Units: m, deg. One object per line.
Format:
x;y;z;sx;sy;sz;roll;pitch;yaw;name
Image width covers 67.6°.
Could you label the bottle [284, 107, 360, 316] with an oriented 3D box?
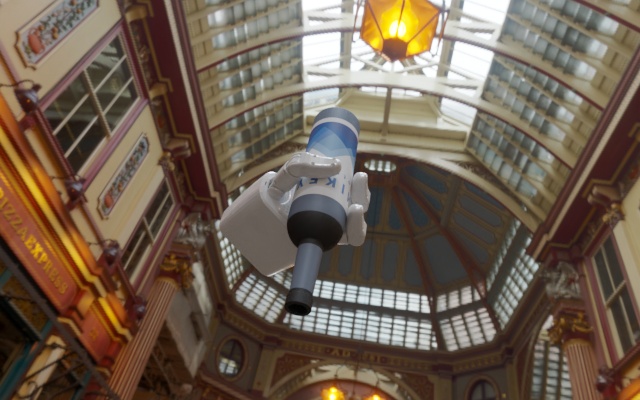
0.000;0.002;0.572;0.069;0.295;0.069;7;-43;6;bottle
